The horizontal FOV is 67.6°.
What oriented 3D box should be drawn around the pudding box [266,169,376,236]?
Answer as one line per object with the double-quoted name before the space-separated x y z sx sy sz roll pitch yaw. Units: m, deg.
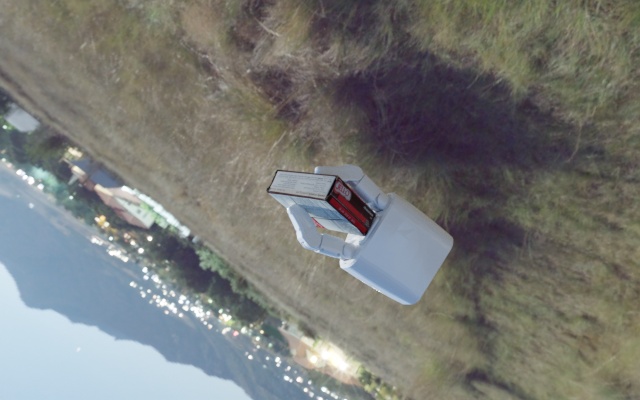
"pudding box" 0.000 0.002 0.600 0.113 0.039 0.090 6 -27 44
